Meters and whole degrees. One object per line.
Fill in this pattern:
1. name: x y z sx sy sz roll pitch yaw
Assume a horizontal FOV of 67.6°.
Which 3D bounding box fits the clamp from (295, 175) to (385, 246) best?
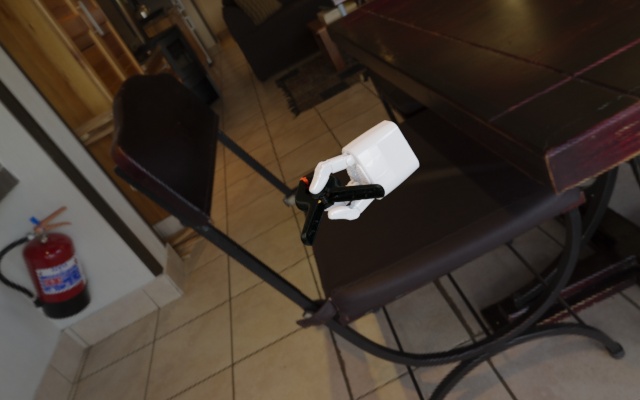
1. clamp: 0.000 0.002 0.869 0.164 0.036 0.210 -36 28 -15
